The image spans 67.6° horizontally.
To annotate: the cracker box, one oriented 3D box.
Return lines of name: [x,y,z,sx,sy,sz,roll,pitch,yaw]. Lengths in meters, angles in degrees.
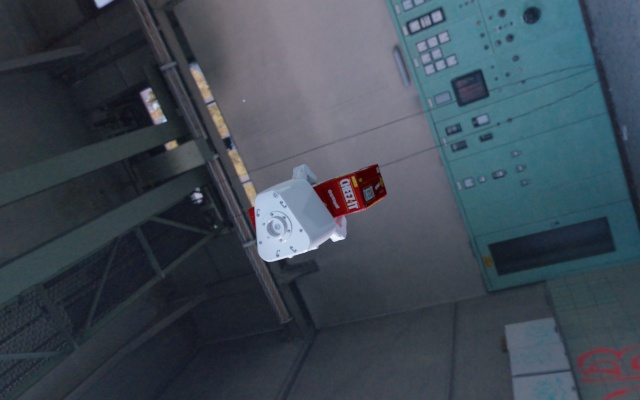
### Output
cracker box: [0.000,0.003,0.883,0.214,0.072,0.164,-17,3,22]
